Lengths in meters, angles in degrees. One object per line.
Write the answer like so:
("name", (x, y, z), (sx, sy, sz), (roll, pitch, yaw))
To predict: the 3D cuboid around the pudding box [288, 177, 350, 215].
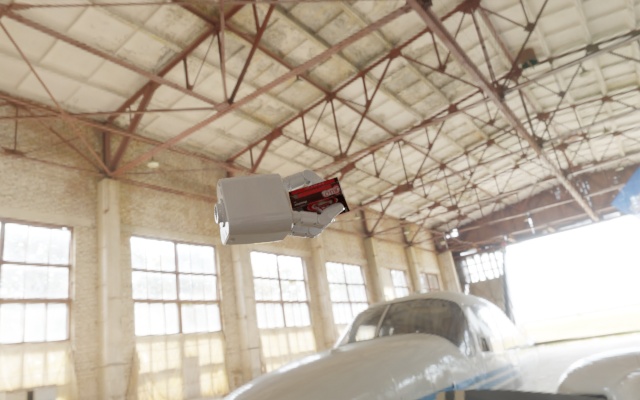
("pudding box", (0.000, 0.003, 0.850), (0.090, 0.039, 0.113), (-16, -16, 6))
